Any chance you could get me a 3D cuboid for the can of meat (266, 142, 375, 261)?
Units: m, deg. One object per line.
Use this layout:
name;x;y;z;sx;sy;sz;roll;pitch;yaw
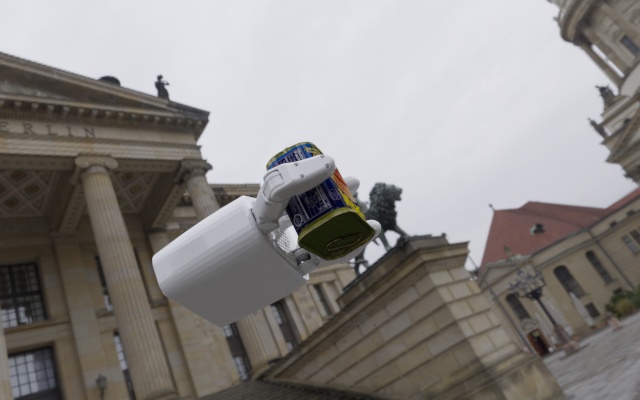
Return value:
can of meat;0.000;0.001;0.451;0.057;0.084;0.102;-32;-25;9
